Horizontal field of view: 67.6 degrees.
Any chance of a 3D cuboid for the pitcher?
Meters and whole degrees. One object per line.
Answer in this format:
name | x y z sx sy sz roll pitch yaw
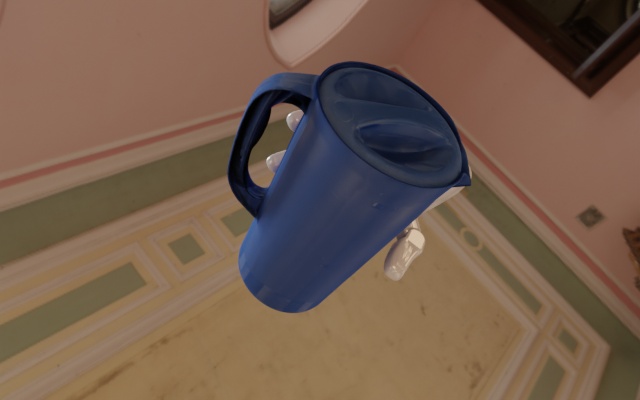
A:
pitcher | 0.000 0.001 0.439 0.145 0.149 0.243 -18 -25 -41
